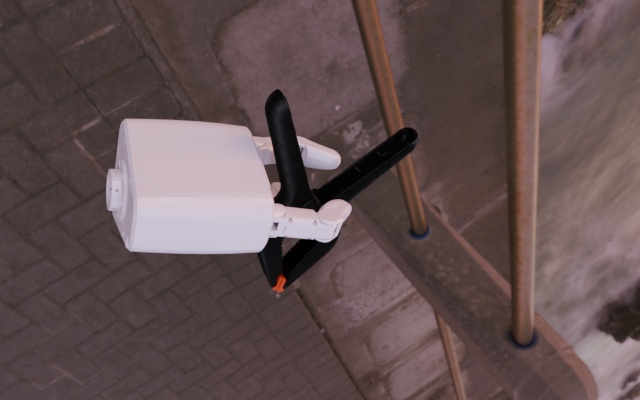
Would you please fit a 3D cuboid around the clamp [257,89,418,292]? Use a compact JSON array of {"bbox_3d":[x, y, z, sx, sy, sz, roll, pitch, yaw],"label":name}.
[{"bbox_3d":[0.000,0.002,0.468,0.164,0.210,0.036,2,33,-30],"label":"clamp"}]
